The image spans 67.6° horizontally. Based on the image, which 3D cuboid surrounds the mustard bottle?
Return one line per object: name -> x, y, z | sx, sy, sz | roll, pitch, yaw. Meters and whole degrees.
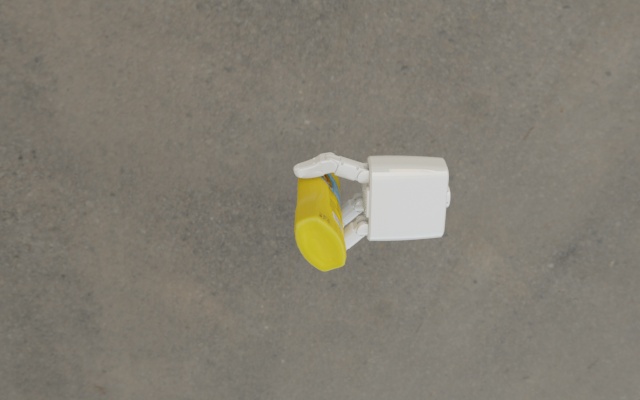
mustard bottle -> 0.000, 0.002, 0.680 | 0.058, 0.096, 0.191 | -20, 34, 14
